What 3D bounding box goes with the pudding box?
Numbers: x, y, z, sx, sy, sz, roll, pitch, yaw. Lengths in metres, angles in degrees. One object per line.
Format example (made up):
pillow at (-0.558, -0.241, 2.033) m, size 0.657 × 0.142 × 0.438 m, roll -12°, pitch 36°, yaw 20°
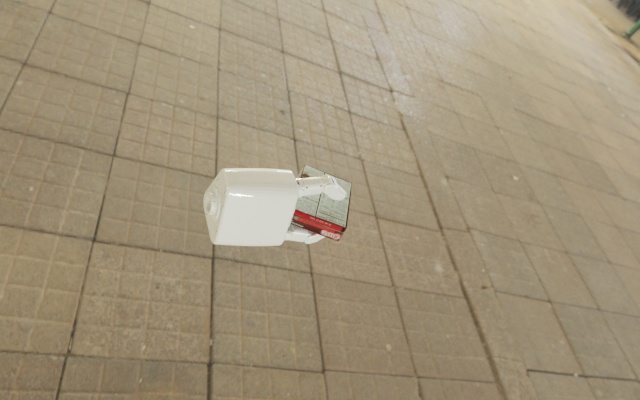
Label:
pudding box at (0.000, 0.002, 0.757) m, size 0.090 × 0.113 × 0.039 m, roll 22°, pitch -46°, yaw -9°
